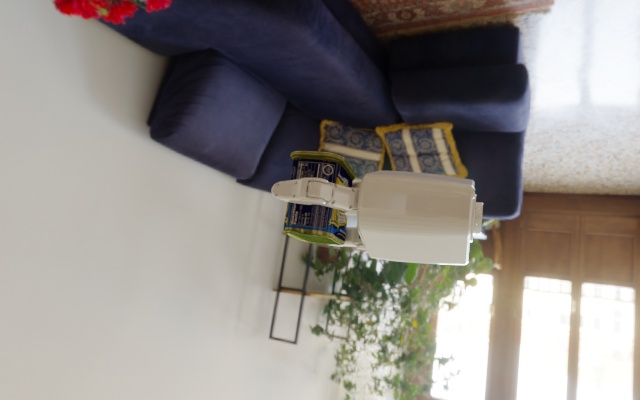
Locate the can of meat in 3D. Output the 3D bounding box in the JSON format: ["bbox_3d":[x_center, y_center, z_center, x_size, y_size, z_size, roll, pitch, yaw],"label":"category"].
[{"bbox_3d":[0.000,0.002,0.515,0.057,0.084,0.102,5,-10,15],"label":"can of meat"}]
